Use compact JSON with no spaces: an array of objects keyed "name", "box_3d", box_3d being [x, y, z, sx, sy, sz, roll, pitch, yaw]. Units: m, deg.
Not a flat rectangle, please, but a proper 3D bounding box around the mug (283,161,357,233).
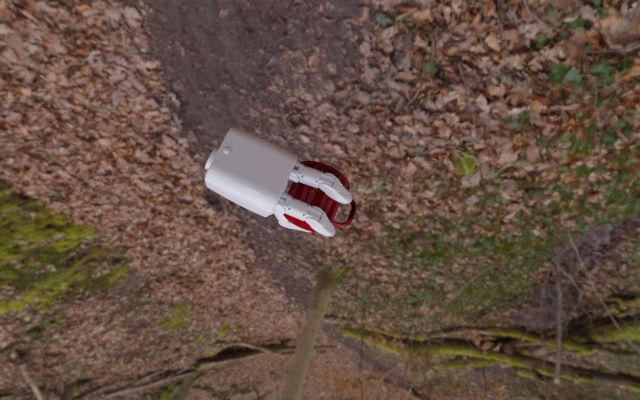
[{"name":"mug","box_3d":[0.001,0.003,0.749,0.117,0.081,0.093,26,-25,-7]}]
